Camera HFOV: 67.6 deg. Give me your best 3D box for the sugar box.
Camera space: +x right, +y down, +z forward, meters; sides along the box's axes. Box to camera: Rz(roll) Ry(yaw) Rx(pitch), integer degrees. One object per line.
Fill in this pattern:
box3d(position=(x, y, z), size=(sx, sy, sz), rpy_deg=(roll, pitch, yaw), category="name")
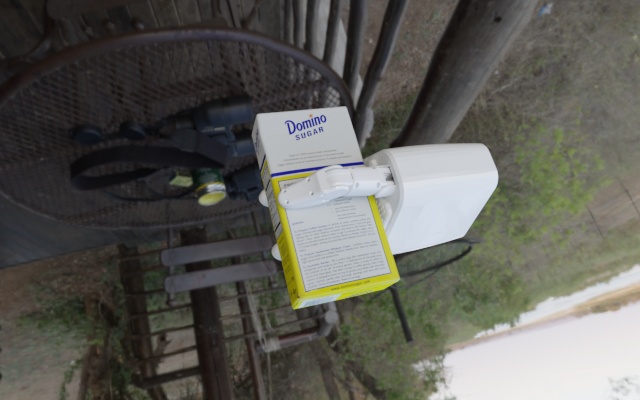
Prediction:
box3d(position=(0.000, 0.002, 0.440), size=(0.093, 0.176, 0.048), rpy_deg=(-8, -22, -18), category="sugar box")
